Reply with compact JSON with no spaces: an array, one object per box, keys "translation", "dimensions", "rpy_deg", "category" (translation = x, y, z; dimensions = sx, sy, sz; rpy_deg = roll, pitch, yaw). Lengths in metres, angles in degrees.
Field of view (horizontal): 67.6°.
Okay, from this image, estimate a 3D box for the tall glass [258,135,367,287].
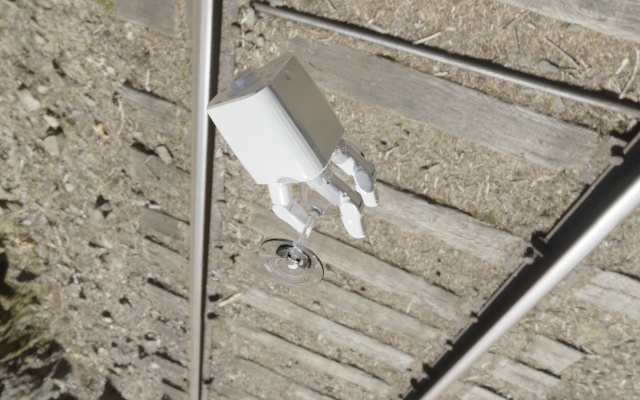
[{"translation":[0.000,0.002,0.568],"dimensions":[0.079,0.079,0.201],"rpy_deg":[0,40,25],"category":"tall glass"}]
